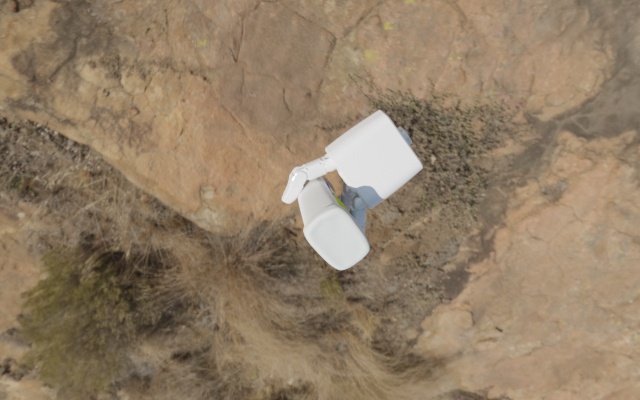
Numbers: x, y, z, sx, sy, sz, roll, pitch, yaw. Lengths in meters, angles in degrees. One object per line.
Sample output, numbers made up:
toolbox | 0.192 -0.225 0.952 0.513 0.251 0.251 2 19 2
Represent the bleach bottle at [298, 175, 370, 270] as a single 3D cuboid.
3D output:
bleach bottle | 0.000 0.003 0.756 0.068 0.103 0.250 -36 28 6
